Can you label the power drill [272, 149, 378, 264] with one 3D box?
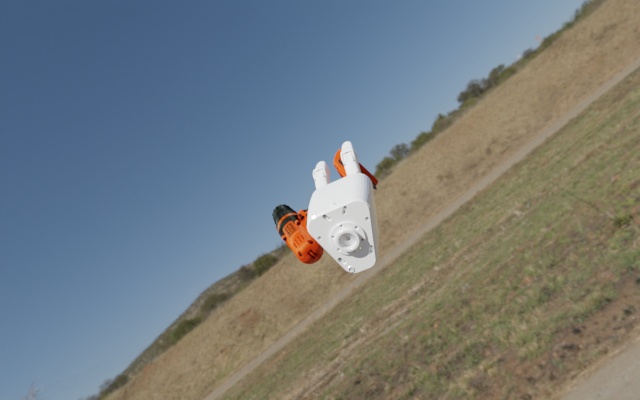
[{"bbox_3d":[0.000,0.002,0.828,0.057,0.187,0.184,38,4,-32],"label":"power drill"}]
